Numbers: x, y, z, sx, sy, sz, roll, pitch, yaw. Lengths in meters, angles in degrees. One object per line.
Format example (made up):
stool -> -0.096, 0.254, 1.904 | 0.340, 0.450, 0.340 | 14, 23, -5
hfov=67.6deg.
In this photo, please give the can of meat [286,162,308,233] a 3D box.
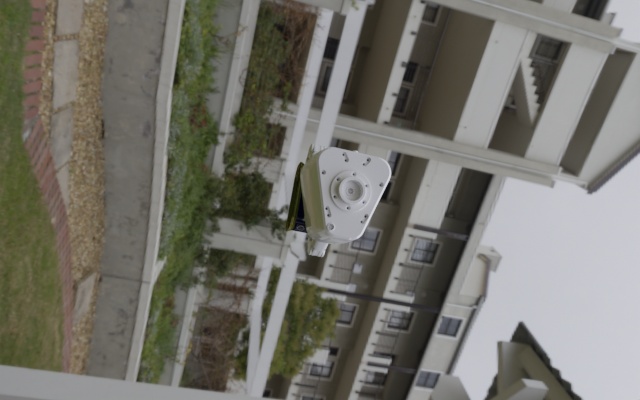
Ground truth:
can of meat -> 0.000, 0.002, 0.704 | 0.084, 0.102, 0.057 | 11, -11, -9
